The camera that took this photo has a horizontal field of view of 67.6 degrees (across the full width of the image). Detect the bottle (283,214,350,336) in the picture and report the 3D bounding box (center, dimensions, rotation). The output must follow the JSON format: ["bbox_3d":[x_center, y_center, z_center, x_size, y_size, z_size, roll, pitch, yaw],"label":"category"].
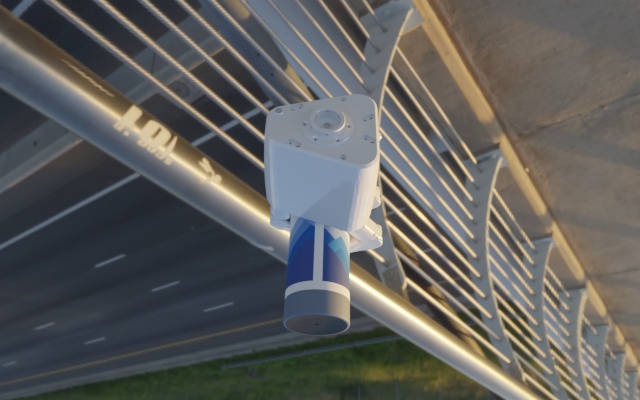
[{"bbox_3d":[0.000,0.002,0.556,0.069,0.295,0.069,1,-34,1],"label":"bottle"}]
